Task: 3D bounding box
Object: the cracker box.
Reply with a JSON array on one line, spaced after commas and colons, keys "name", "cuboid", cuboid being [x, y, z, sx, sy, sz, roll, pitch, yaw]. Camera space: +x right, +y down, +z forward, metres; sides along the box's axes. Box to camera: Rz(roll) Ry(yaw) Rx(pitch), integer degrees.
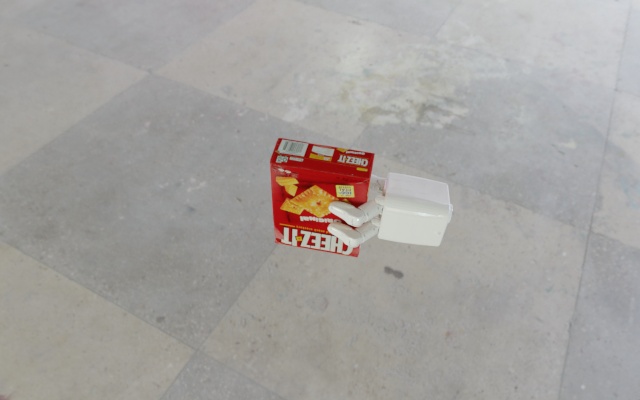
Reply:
[{"name": "cracker box", "cuboid": [0.000, 0.002, 0.835, 0.164, 0.072, 0.214, 10, -42, 6]}]
